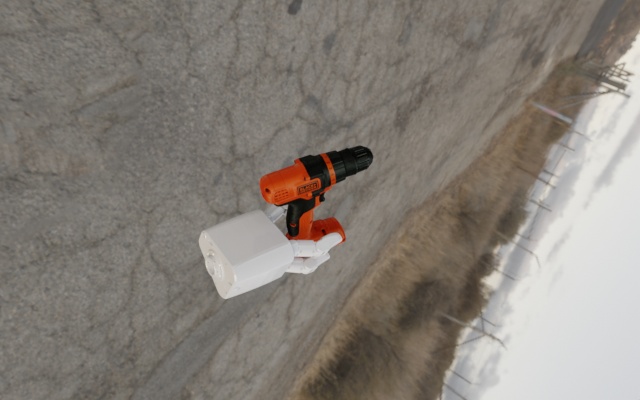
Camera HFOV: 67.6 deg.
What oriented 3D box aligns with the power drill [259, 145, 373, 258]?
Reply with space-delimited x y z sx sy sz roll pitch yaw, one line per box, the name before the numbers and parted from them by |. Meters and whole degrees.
power drill | 0.000 0.003 0.782 0.184 0.188 0.057 -18 47 -12
